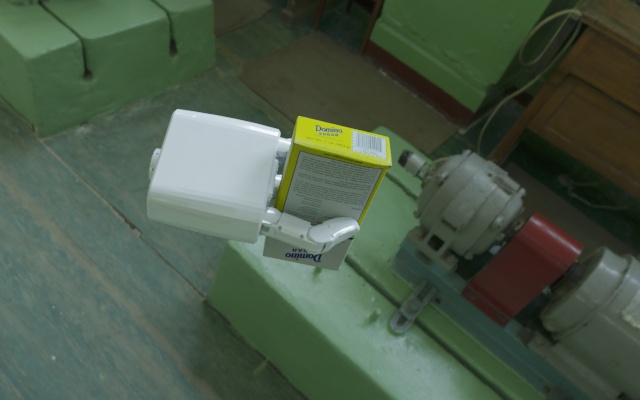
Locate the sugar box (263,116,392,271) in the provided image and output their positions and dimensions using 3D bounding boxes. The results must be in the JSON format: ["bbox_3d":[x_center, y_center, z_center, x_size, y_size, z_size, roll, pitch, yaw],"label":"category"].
[{"bbox_3d":[0.000,0.001,0.498,0.093,0.048,0.176,13,-41,-8],"label":"sugar box"}]
